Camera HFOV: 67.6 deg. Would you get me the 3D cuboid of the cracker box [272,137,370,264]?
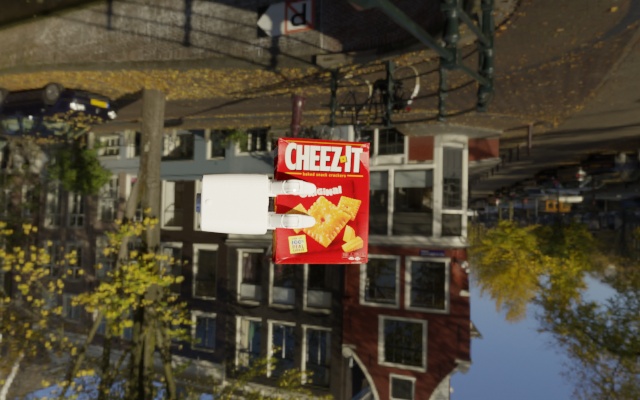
[{"bbox_3d":[0.000,0.003,0.836,0.164,0.213,0.072,2,-2,-12],"label":"cracker box"}]
